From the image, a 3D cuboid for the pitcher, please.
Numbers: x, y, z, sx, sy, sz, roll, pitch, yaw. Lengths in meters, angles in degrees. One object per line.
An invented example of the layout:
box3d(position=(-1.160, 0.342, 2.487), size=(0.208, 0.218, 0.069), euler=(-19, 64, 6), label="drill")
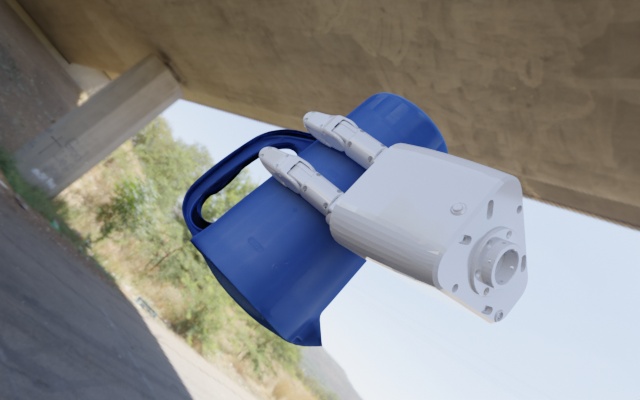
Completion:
box3d(position=(0.000, 0.002, 0.460), size=(0.243, 0.149, 0.145), euler=(-44, 36, -16), label="pitcher")
